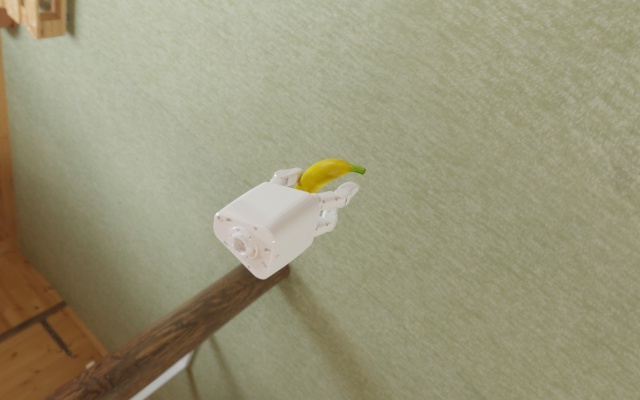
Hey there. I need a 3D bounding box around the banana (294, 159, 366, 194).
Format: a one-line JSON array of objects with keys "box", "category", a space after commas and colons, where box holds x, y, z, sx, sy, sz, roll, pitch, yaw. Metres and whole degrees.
[{"box": [-0.011, -0.013, 0.795, 0.198, 0.069, 0.037, -44, -2, 41], "category": "banana"}]
